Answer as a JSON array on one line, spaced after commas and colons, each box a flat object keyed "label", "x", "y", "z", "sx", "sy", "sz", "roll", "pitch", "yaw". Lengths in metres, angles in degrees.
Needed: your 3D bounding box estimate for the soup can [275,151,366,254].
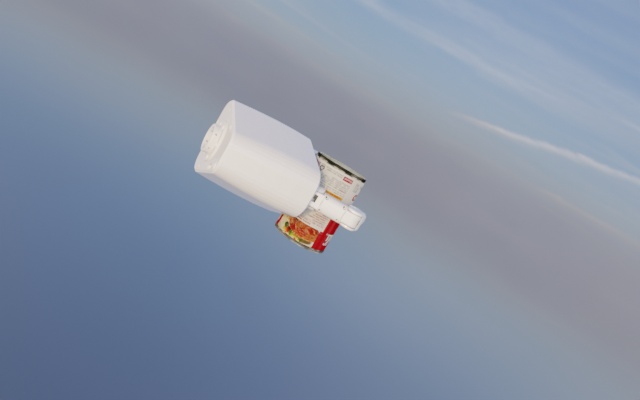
[{"label": "soup can", "x": 0.001, "y": 0.002, "z": 0.566, "sx": 0.068, "sy": 0.102, "sz": 0.068, "roll": 30, "pitch": 8, "yaw": -5}]
